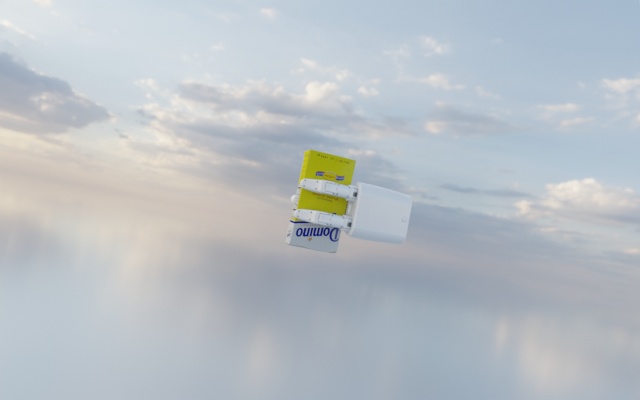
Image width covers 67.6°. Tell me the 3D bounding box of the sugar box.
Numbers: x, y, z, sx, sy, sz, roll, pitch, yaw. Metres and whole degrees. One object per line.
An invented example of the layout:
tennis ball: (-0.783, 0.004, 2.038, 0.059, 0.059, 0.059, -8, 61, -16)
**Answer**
sugar box: (0.000, 0.003, 0.874, 0.093, 0.176, 0.048, 12, -4, -15)
